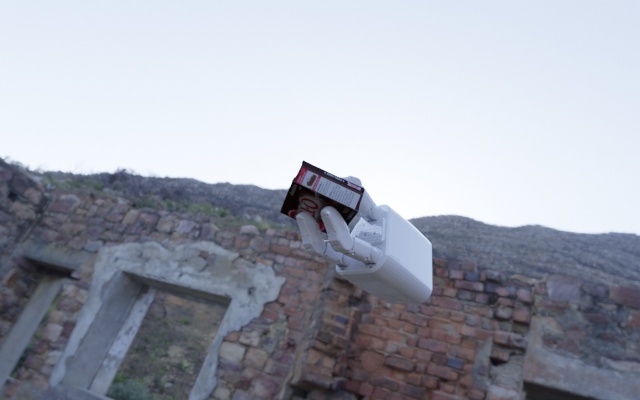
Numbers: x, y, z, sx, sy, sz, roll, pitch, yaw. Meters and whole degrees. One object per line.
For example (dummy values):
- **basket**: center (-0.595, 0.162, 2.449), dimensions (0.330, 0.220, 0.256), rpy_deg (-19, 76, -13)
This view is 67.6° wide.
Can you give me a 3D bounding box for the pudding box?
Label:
- **pudding box**: center (0.000, 0.002, 0.628), dimensions (0.090, 0.039, 0.113), rpy_deg (24, -27, -2)
